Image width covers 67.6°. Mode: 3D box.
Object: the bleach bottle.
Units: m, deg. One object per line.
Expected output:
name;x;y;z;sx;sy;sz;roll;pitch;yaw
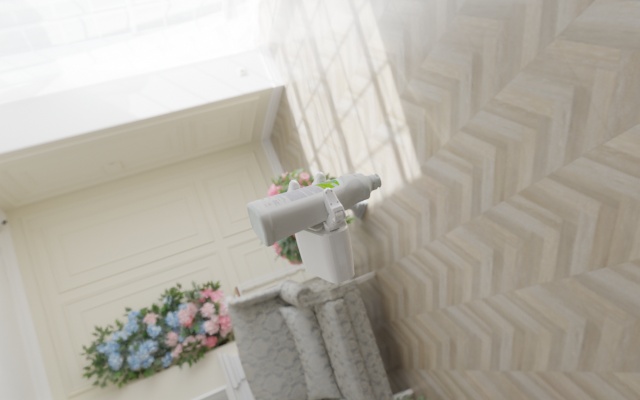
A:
bleach bottle;0.000;0.003;0.864;0.251;0.068;0.102;-19;22;-18
